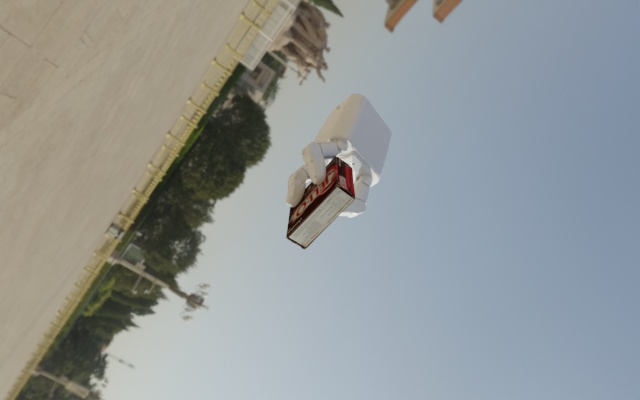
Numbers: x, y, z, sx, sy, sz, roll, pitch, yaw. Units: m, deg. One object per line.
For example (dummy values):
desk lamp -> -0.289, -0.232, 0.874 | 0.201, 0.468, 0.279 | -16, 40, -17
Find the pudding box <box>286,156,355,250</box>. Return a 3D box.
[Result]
pudding box -> 0.000, 0.002, 0.680 | 0.039, 0.113, 0.090 | 34, 25, -16
